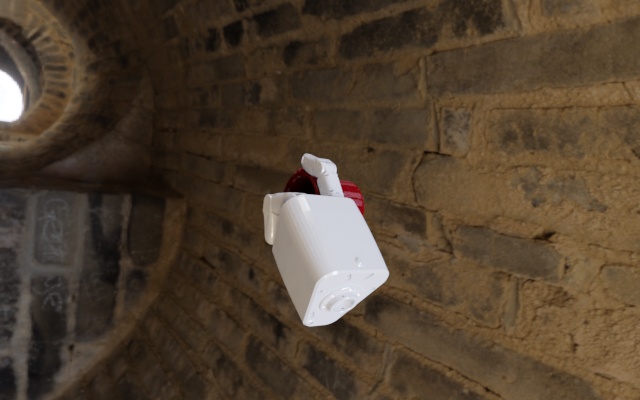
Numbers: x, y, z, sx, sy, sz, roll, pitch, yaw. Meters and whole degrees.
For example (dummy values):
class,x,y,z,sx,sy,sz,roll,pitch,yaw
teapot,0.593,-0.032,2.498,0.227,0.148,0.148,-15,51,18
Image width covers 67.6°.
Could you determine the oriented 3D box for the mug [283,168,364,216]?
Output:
class,x,y,z,sx,sy,sz,roll,pitch,yaw
mug,0.000,0.001,0.649,0.081,0.117,0.093,5,-46,-34
